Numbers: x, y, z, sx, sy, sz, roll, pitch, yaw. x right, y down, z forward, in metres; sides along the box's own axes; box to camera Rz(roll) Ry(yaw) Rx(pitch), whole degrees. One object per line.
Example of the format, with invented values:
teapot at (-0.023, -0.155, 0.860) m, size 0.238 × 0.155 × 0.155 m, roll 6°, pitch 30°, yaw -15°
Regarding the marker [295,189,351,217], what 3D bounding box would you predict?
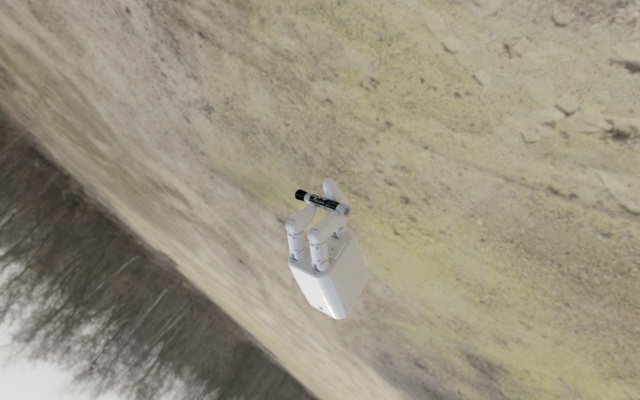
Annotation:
marker at (0.000, 0.003, 0.766) m, size 0.020 × 0.020 × 0.121 m, roll 0°, pitch 13°, yaw -43°
